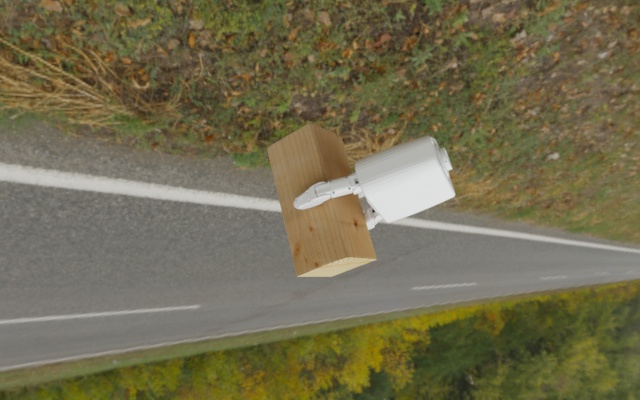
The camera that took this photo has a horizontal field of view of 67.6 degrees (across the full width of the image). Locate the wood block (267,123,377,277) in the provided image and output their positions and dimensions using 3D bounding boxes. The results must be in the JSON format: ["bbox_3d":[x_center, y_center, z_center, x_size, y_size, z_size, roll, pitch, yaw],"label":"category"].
[{"bbox_3d":[0.000,0.002,0.718,0.090,0.206,0.091,-25,-21,29],"label":"wood block"}]
